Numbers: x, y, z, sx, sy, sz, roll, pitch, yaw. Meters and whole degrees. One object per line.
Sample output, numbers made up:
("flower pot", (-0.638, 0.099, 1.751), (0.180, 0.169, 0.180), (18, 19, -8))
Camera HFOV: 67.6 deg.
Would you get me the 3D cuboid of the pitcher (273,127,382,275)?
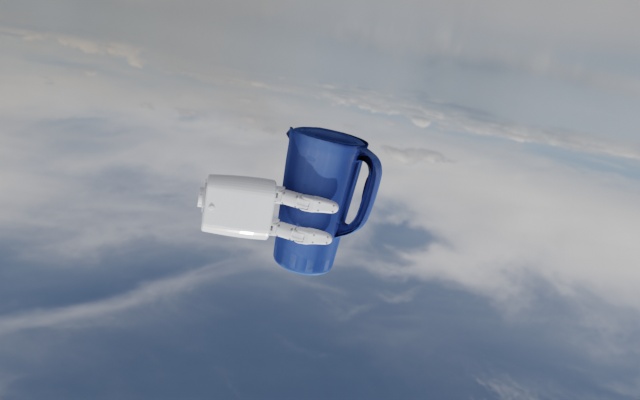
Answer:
("pitcher", (0.000, 0.003, 0.810), (0.145, 0.243, 0.149), (8, 17, -14))
